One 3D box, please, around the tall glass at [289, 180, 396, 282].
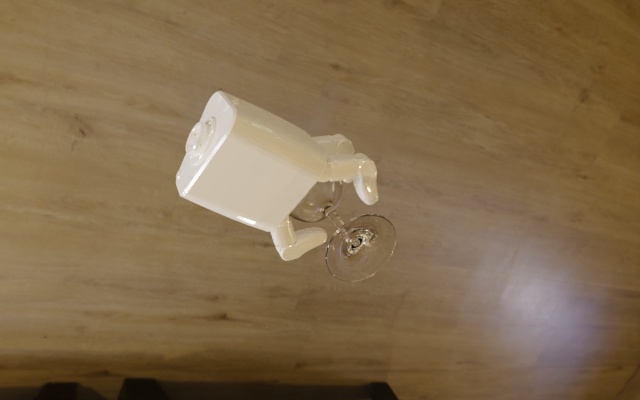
[{"bbox_3d":[0.000,0.002,0.529,0.079,0.079,0.201,0,26,-26],"label":"tall glass"}]
